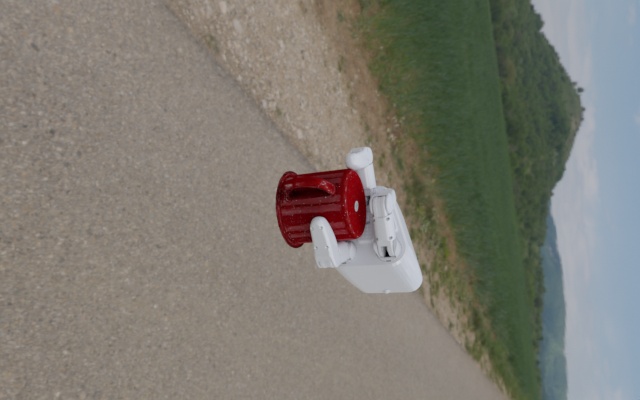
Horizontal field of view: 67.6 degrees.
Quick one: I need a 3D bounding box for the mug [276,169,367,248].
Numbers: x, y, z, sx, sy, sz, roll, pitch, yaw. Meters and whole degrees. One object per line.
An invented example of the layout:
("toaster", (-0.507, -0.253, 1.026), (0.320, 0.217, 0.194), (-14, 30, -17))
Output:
("mug", (0.000, 0.001, 0.546), (0.081, 0.093, 0.117), (-6, -29, 22))
